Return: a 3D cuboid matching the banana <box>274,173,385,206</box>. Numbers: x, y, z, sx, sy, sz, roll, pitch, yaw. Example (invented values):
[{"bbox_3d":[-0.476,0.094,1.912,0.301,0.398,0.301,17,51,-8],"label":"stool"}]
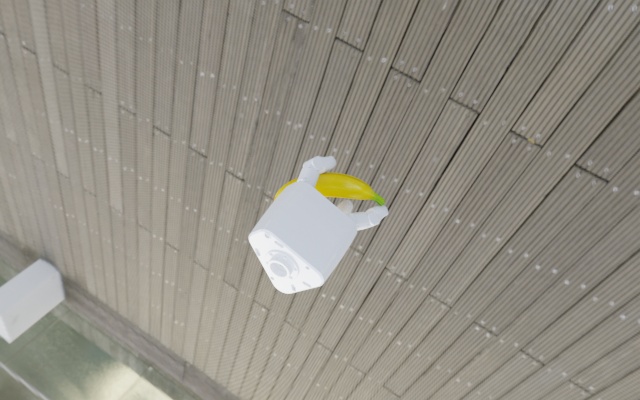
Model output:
[{"bbox_3d":[-0.003,-0.012,0.740,0.198,0.070,0.037,-1,38,30],"label":"banana"}]
